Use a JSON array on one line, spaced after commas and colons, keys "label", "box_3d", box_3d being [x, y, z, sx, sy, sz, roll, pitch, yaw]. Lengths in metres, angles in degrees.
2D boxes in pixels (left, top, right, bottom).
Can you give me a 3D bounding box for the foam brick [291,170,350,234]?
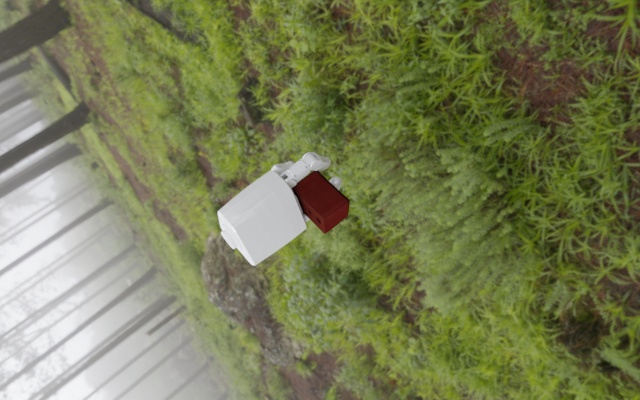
[{"label": "foam brick", "box_3d": [0.000, 0.003, 0.741, 0.051, 0.078, 0.053, -37, -26, -19]}]
